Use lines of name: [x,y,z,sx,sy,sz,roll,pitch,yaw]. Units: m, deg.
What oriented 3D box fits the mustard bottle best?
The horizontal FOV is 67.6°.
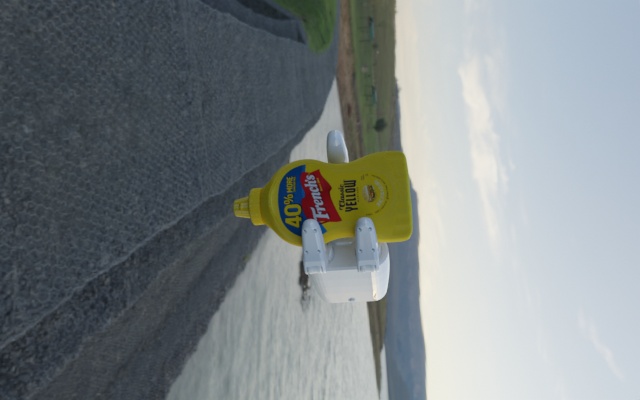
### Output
mustard bottle: [0.000,0.002,0.520,0.191,0.096,0.058,-4,-10,7]
